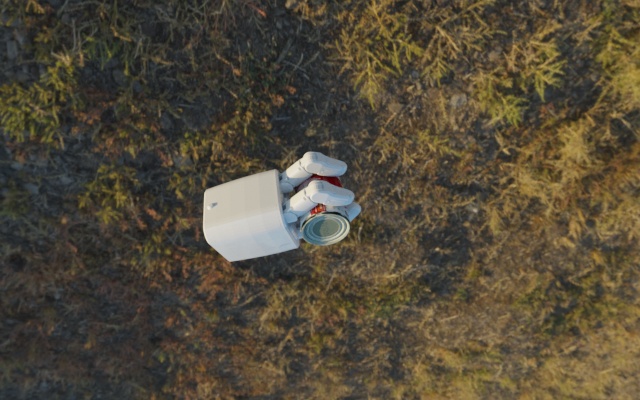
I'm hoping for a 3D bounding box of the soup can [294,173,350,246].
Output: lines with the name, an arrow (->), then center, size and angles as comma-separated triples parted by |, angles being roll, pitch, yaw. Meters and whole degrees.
soup can -> 0.001, 0.002, 0.656 | 0.068, 0.102, 0.069 | -6, -43, -5
